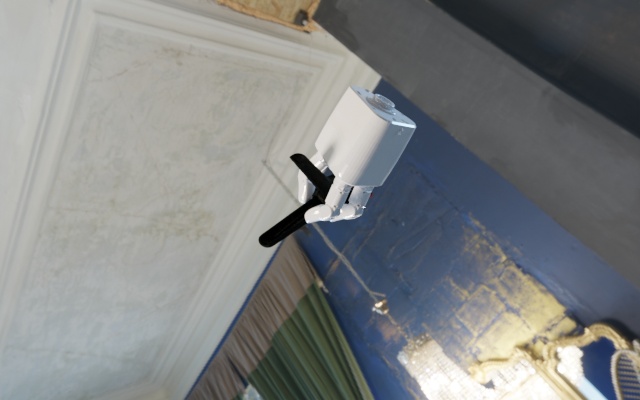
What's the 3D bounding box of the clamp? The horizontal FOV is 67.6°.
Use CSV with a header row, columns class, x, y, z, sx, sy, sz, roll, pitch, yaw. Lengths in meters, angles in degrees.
class,x,y,z,sx,sy,sz,roll,pitch,yaw
clamp,0.000,0.002,0.756,0.210,0.165,0.036,-1,38,-48
